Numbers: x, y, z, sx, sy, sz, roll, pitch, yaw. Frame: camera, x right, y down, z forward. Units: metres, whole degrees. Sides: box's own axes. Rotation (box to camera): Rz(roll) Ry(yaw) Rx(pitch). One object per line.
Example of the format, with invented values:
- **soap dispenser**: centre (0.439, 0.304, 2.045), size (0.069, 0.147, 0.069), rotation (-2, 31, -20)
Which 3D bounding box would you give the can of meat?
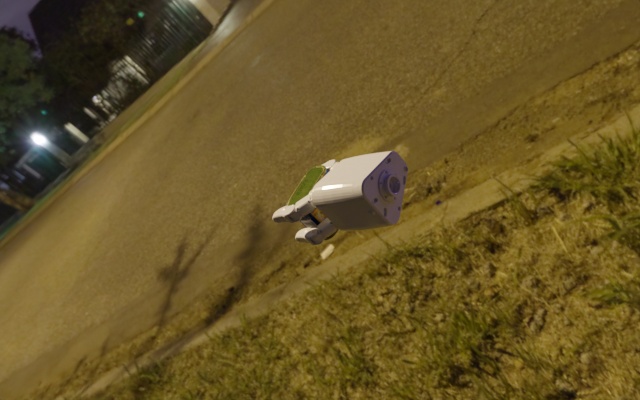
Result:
- **can of meat**: centre (0.000, 0.002, 0.818), size (0.057, 0.102, 0.084), rotation (-3, -41, 51)
